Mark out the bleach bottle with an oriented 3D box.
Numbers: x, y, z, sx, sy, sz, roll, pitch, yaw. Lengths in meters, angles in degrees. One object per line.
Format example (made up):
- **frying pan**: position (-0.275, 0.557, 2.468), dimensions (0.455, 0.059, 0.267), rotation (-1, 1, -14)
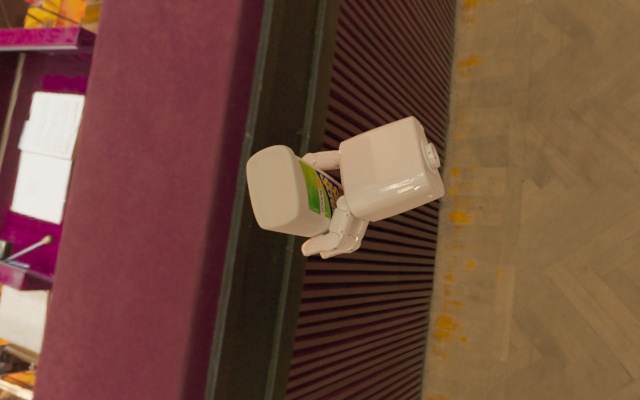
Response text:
- **bleach bottle**: position (0.000, 0.002, 0.667), dimensions (0.068, 0.102, 0.251), rotation (-18, -16, 24)
